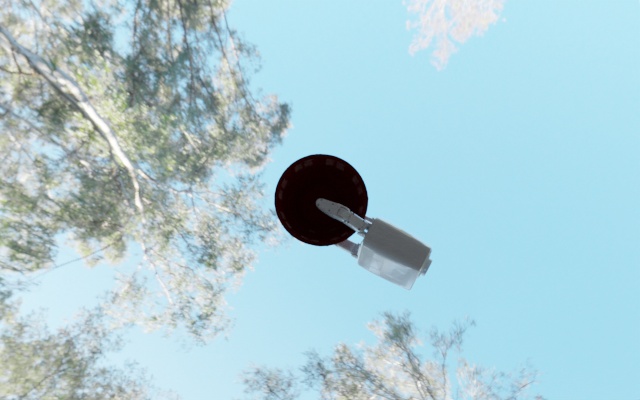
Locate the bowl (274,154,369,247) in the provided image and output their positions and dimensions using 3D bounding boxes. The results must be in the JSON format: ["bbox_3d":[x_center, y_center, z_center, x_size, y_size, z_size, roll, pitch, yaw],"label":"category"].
[{"bbox_3d":[-0.001,0.002,0.838,0.162,0.162,0.055,0,-11,-4],"label":"bowl"}]
